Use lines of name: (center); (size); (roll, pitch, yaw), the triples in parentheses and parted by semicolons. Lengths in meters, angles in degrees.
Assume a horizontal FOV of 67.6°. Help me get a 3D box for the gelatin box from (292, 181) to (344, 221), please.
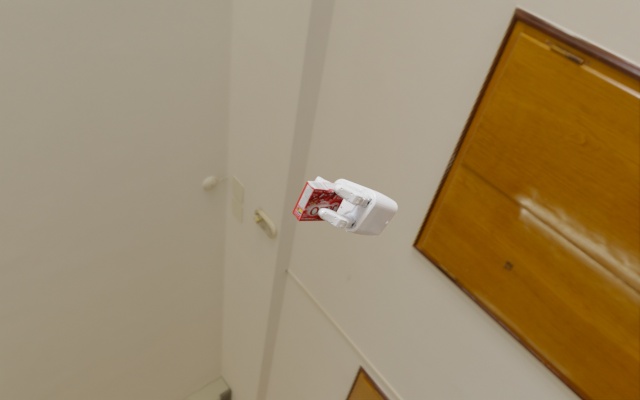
gelatin box: (0.000, 0.003, 0.900); (0.089, 0.073, 0.030); (3, 34, -42)
